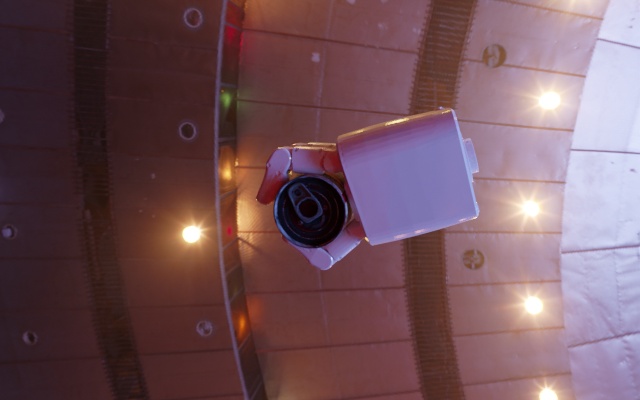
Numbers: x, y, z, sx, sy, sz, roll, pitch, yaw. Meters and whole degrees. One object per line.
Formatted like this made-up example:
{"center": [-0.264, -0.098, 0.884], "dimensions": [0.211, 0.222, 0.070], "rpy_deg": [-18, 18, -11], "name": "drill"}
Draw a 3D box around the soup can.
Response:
{"center": [0.000, 0.002, 0.479], "dimensions": [0.068, 0.068, 0.102], "rpy_deg": [0, 11, 12], "name": "soup can"}
